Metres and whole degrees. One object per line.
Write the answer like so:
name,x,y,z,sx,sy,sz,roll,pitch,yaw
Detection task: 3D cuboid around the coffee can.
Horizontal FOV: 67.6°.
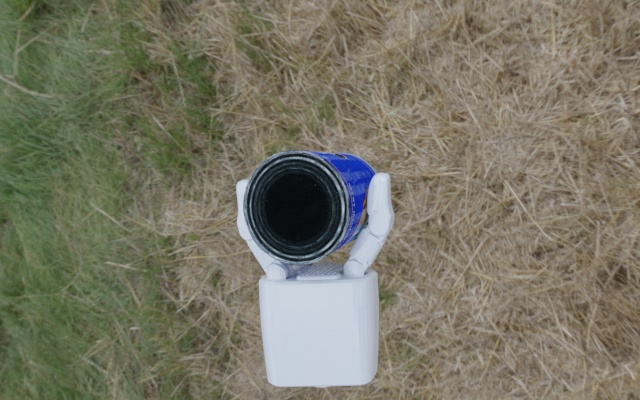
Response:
coffee can,0.000,0.001,0.485,0.103,0.103,0.140,0,4,20
